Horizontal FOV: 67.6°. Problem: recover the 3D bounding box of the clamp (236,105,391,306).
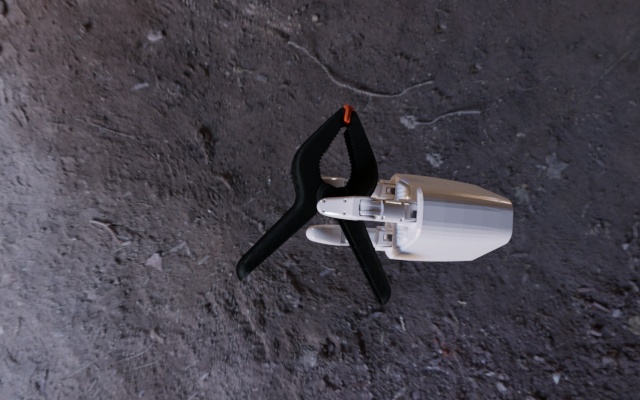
[{"bbox_3d":[0.001,0.001,0.505,0.164,0.210,0.036,5,-6,-11],"label":"clamp"}]
